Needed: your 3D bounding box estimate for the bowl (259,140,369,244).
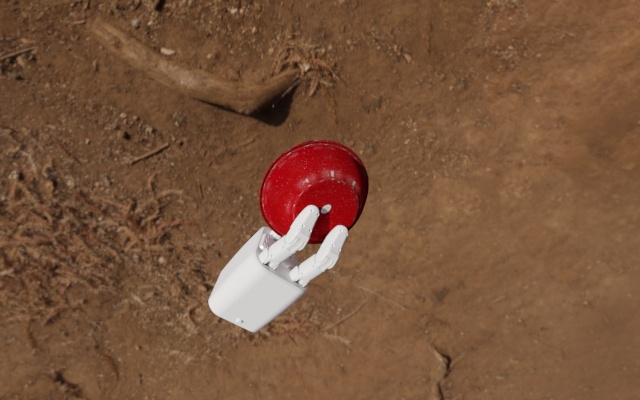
[{"bbox_3d":[0.001,0.001,0.653,0.162,0.162,0.055,0,26,-19],"label":"bowl"}]
